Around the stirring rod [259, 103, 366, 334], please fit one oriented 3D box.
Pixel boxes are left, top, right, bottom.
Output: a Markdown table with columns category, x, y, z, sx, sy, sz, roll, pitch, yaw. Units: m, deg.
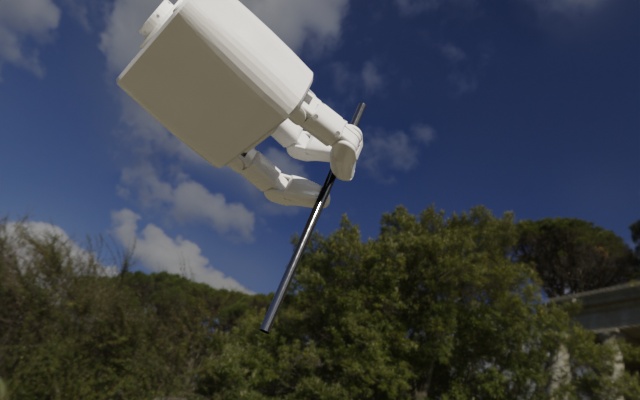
| category | x | y | z | sx | sy | sz | roll | pitch | yaw |
| --- | --- | --- | --- | --- | --- | --- | --- | --- | --- |
| stirring rod | 0.000 | 0.001 | 0.412 | 0.011 | 0.239 | 0.011 | 17 | -31 | 11 |
